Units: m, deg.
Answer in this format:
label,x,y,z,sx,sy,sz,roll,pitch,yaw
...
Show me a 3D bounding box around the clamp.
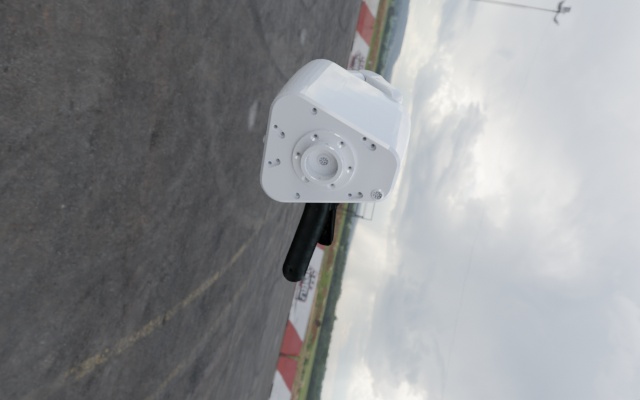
label,x,y,z,sx,sy,sz,roll,pitch,yaw
clamp,0.001,0.002,0.505,0.039,0.171,0.120,14,29,9
